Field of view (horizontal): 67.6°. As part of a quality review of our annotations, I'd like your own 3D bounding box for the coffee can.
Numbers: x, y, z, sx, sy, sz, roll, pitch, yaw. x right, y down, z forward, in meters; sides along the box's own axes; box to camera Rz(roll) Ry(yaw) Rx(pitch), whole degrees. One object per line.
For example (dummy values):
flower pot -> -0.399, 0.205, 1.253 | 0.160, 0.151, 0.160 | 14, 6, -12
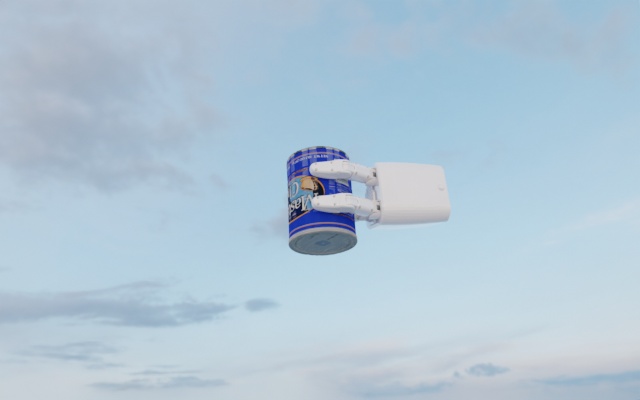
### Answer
coffee can -> 0.000, 0.003, 0.737 | 0.103, 0.140, 0.103 | -3, -25, -1
